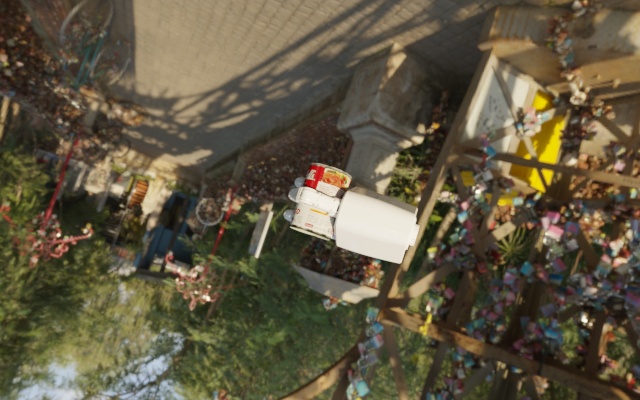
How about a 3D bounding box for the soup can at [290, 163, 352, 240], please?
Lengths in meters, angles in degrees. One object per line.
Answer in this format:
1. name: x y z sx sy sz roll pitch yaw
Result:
1. soup can: 0.000 0.002 0.726 0.068 0.102 0.068 18 -7 2
